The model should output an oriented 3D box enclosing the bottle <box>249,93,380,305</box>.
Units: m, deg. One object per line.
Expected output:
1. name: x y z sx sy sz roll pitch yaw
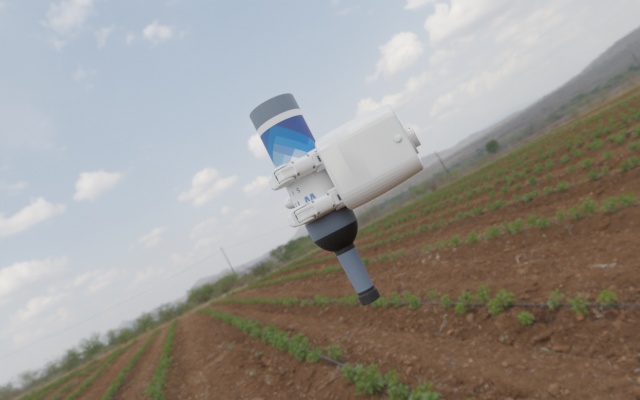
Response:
1. bottle: 0.000 0.002 0.640 0.069 0.295 0.069 -27 -3 -2
